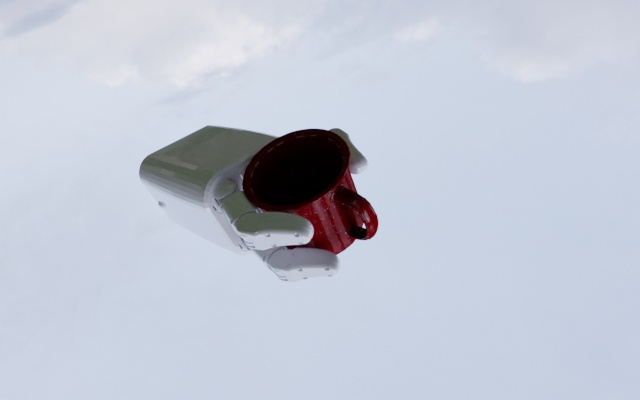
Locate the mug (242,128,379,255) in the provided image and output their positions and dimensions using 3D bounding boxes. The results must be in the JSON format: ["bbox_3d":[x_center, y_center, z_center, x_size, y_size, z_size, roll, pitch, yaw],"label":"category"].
[{"bbox_3d":[0.001,0.002,0.410,0.117,0.093,0.082,19,-31,35],"label":"mug"}]
